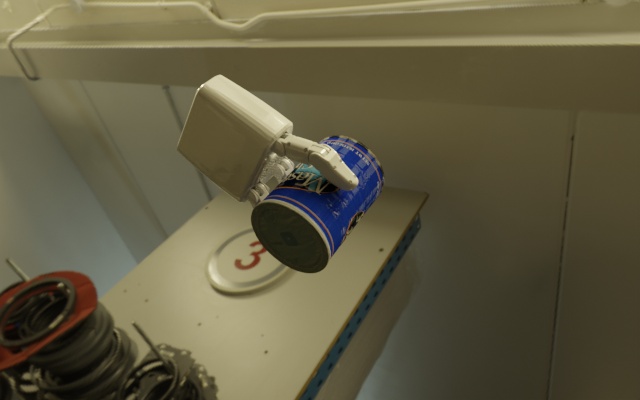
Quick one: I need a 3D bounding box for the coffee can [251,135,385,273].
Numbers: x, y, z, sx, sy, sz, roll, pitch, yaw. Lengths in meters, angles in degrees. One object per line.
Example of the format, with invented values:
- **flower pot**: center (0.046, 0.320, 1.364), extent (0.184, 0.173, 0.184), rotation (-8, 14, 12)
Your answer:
- **coffee can**: center (0.000, 0.002, 0.569), extent (0.103, 0.103, 0.140), rotation (0, 36, 40)
